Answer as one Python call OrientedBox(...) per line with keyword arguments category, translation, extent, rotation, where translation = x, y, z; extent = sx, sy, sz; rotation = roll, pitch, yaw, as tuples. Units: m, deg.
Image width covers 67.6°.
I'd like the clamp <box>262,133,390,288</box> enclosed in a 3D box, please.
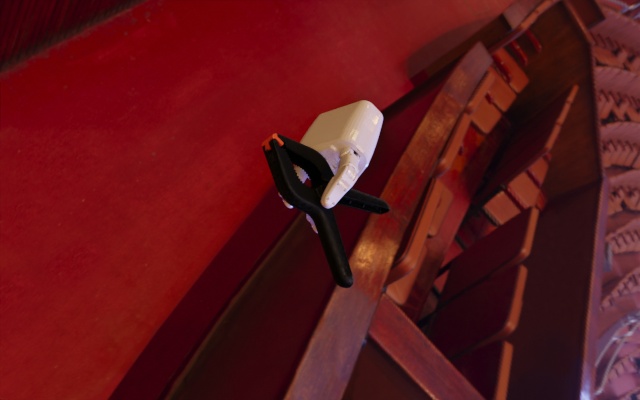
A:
OrientedBox(category="clamp", translation=(0.000, 0.001, 0.626), extent=(0.210, 0.164, 0.036), rotation=(42, -44, -18))
